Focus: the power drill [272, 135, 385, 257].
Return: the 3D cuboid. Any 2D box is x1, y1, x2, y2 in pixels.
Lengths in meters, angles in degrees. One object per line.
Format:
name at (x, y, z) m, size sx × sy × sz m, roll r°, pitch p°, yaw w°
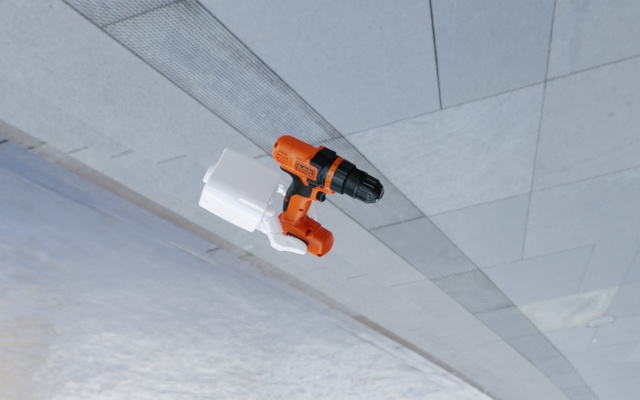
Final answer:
power drill at (0.000, 0.003, 0.764) m, size 0.184 × 0.188 × 0.057 m, roll 28°, pitch 42°, yaw 17°
